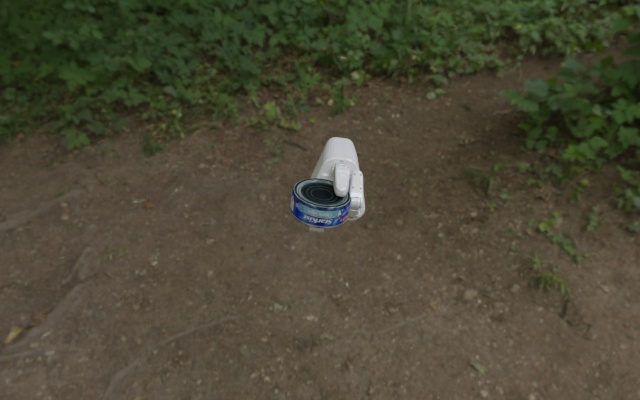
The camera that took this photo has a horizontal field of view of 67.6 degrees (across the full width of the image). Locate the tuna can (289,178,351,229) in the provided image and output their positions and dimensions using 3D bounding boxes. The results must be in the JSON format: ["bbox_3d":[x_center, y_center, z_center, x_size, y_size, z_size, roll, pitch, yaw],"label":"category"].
[{"bbox_3d":[0.000,0.002,0.682,0.086,0.034,0.086,8,30,-5],"label":"tuna can"}]
